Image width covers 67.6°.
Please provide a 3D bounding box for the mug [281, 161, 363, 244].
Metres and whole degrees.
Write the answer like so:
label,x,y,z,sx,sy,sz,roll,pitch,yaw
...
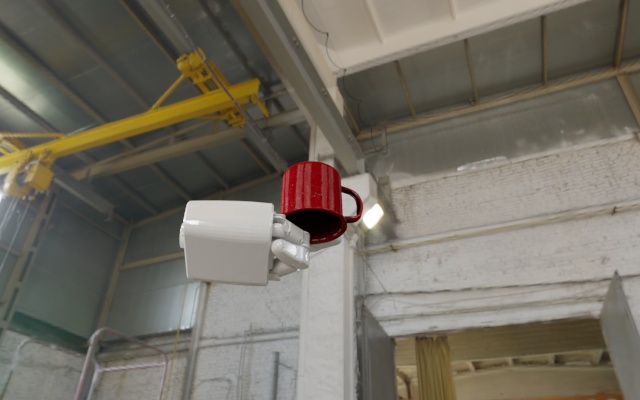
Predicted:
label,x,y,z,sx,sy,sz,roll,pitch,yaw
mug,0.002,0.002,0.645,0.117,0.081,0.093,3,-34,-6
